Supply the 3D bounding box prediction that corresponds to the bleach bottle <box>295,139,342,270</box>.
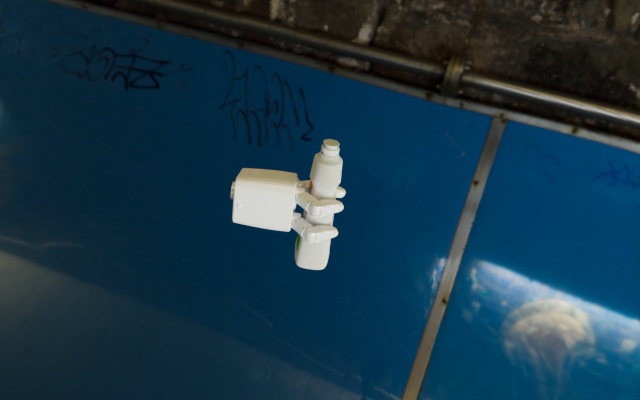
[{"bbox_3d":[0.000,0.003,0.882,0.068,0.251,0.102,8,31,-3],"label":"bleach bottle"}]
